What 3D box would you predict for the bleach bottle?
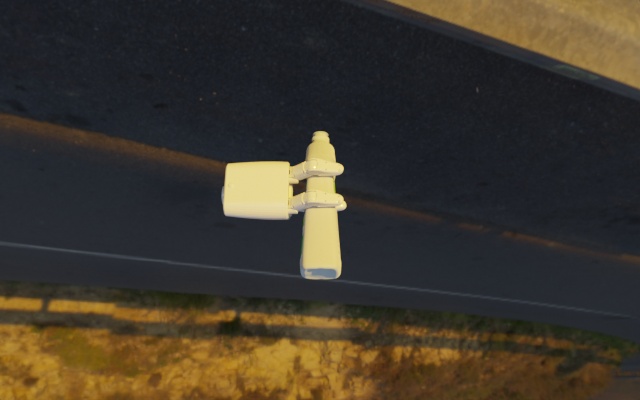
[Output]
[{"bbox_3d":[0.000,0.003,0.824,0.068,0.250,0.103,0,-20,0],"label":"bleach bottle"}]
